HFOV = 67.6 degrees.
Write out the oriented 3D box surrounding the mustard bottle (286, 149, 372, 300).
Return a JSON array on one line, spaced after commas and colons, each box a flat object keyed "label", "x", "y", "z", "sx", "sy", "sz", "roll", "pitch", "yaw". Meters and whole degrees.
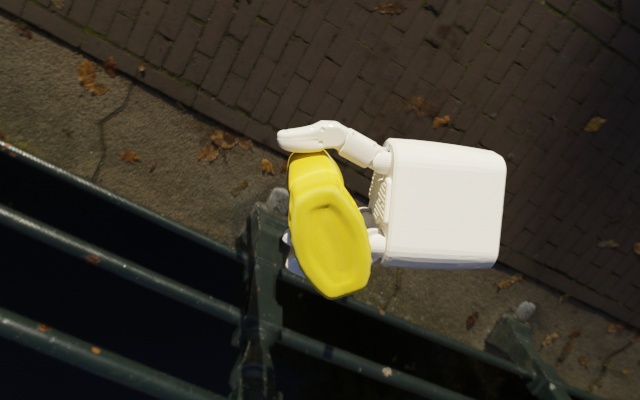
[{"label": "mustard bottle", "x": 0.000, "y": 0.002, "z": 0.438, "sx": 0.058, "sy": 0.096, "sz": 0.191, "roll": -18, "pitch": 21, "yaw": 2}]
